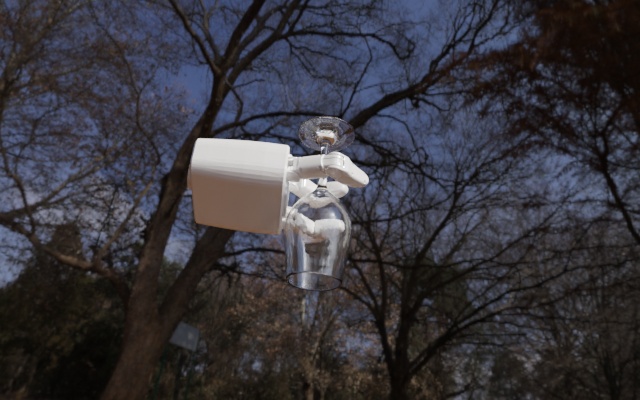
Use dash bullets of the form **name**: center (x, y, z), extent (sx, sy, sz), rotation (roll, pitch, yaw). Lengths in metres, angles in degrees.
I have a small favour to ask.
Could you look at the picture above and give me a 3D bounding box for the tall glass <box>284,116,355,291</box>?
- **tall glass**: center (0.000, 0.001, 0.566), extent (0.079, 0.201, 0.079), rotation (3, -29, 2)
